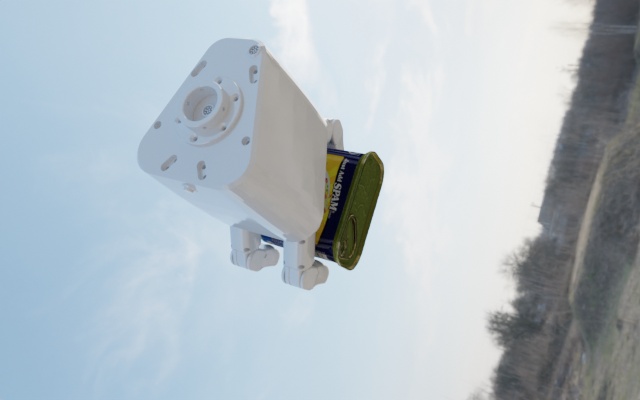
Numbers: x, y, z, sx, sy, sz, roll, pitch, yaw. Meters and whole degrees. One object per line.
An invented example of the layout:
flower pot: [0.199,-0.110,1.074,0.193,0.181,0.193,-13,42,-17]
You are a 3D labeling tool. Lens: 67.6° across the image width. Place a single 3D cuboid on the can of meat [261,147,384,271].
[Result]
can of meat: [0.000,0.001,0.426,0.084,0.102,0.057,13,-11,25]
